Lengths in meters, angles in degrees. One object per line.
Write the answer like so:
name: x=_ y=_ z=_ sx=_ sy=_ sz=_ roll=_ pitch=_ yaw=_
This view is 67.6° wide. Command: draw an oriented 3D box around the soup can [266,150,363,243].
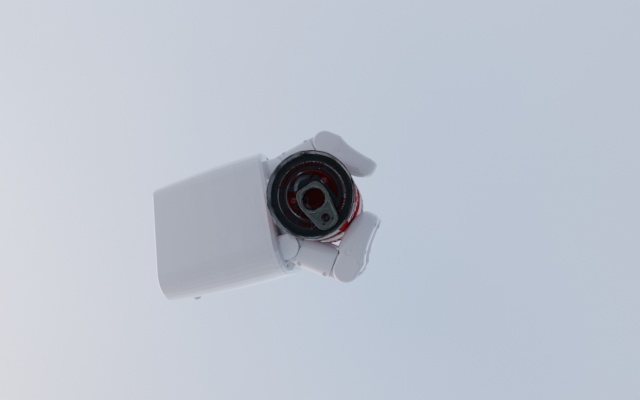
soup can: x=0.001 y=0.001 z=0.405 sx=0.068 sy=0.068 sz=0.102 roll=0 pitch=-7 yaw=9
